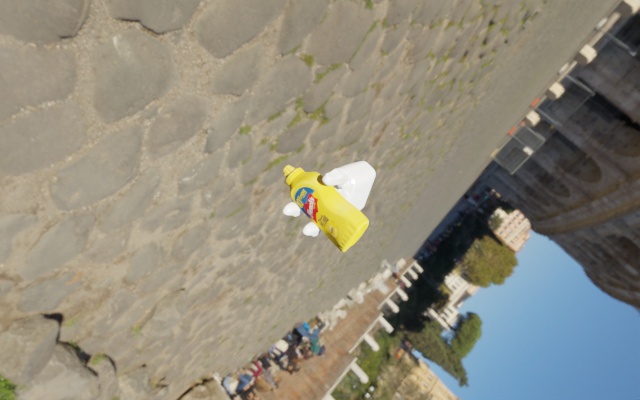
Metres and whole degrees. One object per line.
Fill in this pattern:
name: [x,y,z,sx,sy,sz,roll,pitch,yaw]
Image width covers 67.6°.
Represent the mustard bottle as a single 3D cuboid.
mustard bottle: [0.000,0.003,0.893,0.058,0.191,0.096,-36,-16,-31]
